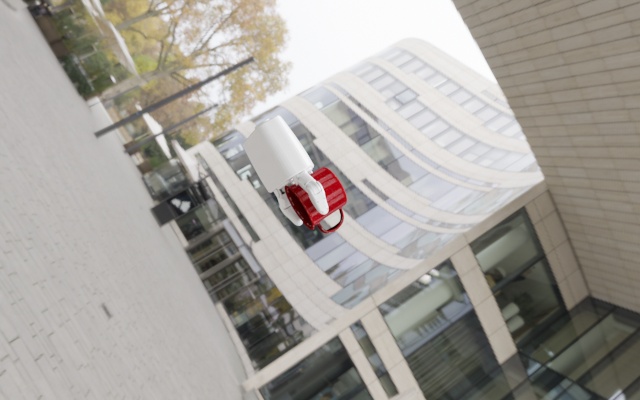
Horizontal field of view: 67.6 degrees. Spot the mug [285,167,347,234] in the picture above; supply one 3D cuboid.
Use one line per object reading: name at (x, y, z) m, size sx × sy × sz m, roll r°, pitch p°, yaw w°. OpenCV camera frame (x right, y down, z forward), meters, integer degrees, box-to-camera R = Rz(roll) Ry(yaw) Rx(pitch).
mug at (0.001, 0.004, 0.862) m, size 0.081 × 0.117 × 0.093 m, roll -32°, pitch 2°, yaw -14°
